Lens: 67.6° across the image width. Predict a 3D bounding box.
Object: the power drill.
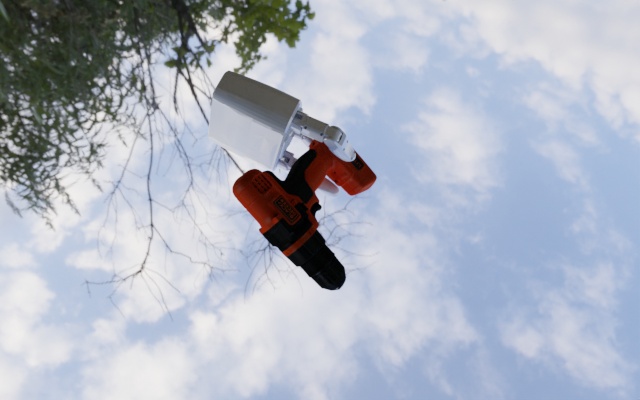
[{"bbox_3d":[0.000,0.002,0.631,0.057,0.184,0.187,-35,8,47],"label":"power drill"}]
